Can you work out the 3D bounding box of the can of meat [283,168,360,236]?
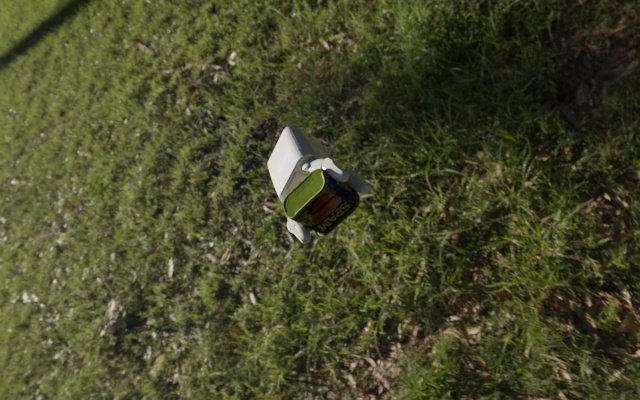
[{"bbox_3d":[0.000,0.003,0.799,0.102,0.057,0.084,-43,-47,21],"label":"can of meat"}]
